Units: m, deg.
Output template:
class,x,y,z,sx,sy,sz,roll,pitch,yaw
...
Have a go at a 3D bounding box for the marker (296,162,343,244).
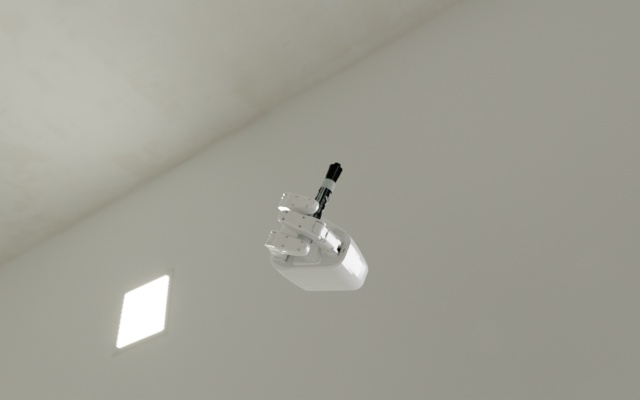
class,x,y,z,sx,sy,sz,roll,pitch,yaw
marker,0.000,0.002,0.629,0.020,0.121,0.020,22,-20,8
